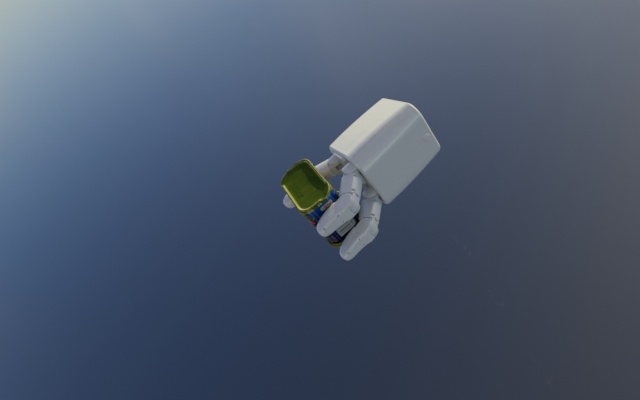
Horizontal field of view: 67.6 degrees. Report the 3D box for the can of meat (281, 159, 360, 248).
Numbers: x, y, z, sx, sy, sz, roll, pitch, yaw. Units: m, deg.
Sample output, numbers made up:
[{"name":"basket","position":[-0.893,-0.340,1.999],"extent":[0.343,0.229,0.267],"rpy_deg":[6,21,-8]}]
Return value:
[{"name":"can of meat","position":[0.000,0.002,0.636],"extent":[0.084,0.057,0.102],"rpy_deg":[47,3,-40]}]
